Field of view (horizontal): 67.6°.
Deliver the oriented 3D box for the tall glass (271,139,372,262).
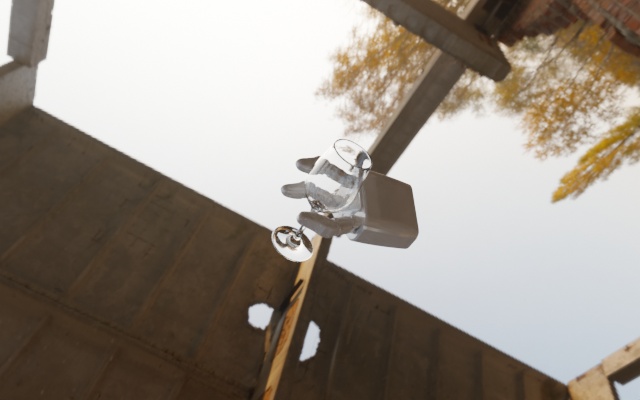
[{"bbox_3d":[0.000,0.003,0.717,0.079,0.079,0.201,0,-43,-38],"label":"tall glass"}]
